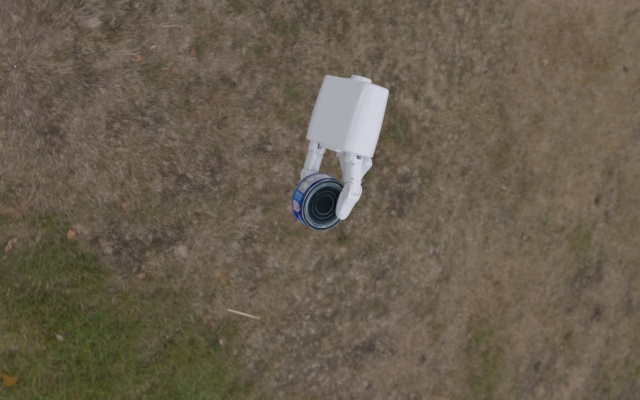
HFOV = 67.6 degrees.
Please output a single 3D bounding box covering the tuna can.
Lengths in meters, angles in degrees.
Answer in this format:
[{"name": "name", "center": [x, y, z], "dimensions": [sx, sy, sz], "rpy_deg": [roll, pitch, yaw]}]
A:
[{"name": "tuna can", "center": [0.000, 0.003, 0.736], "dimensions": [0.086, 0.086, 0.033], "rpy_deg": [0, 19, -32]}]
